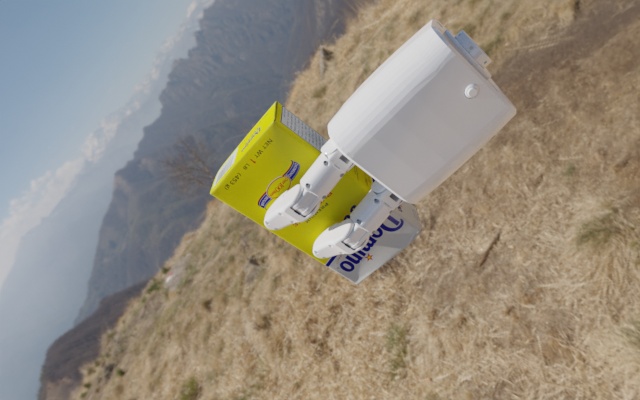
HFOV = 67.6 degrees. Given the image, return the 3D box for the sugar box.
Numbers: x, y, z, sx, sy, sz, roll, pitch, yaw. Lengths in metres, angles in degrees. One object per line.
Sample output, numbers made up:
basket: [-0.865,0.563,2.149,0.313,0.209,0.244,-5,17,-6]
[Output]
sugar box: [0.000,0.002,0.436,0.176,0.093,0.048,35,28,-22]
